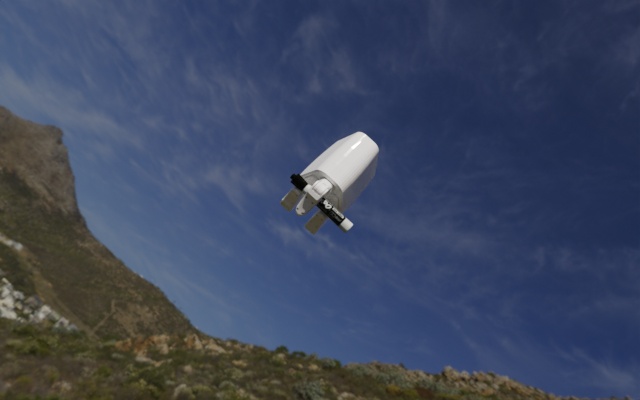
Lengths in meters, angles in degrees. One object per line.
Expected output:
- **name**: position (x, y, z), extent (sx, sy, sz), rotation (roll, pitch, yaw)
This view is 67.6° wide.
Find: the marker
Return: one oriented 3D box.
- **marker**: position (0.000, 0.002, 0.733), extent (0.121, 0.020, 0.020), rotation (43, 2, 2)
